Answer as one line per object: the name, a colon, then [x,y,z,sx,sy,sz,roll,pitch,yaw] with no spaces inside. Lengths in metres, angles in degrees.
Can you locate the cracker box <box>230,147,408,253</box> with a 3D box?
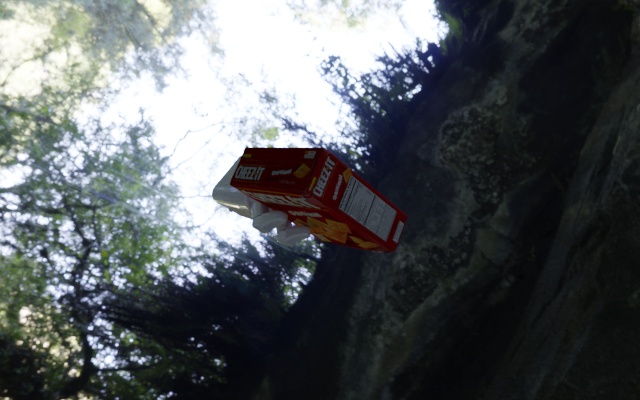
cracker box: [0.000,0.002,0.701,0.164,0.072,0.214,6,-21,44]
